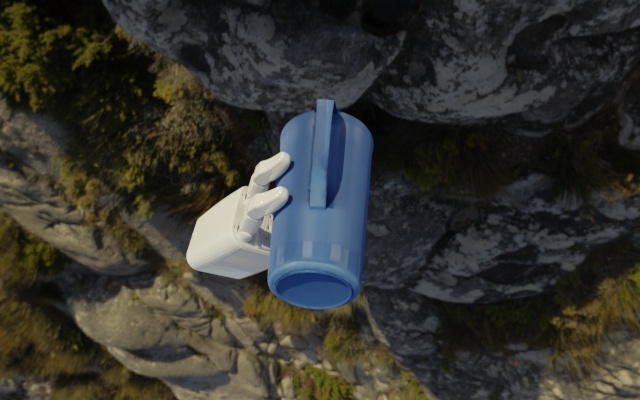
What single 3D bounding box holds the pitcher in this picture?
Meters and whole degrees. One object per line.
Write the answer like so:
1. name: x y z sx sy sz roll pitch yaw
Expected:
1. pitcher: 0.000 0.002 0.605 0.145 0.242 0.149 -29 -49 35
